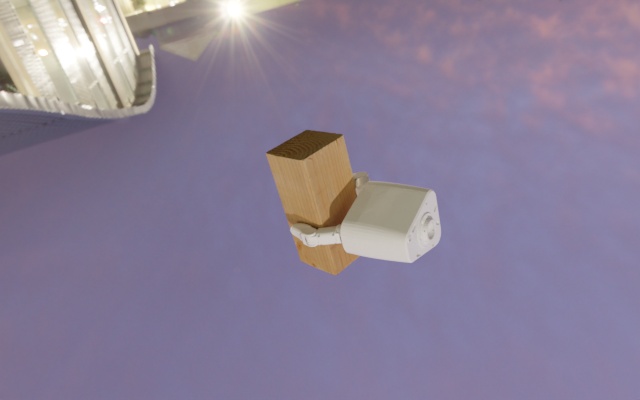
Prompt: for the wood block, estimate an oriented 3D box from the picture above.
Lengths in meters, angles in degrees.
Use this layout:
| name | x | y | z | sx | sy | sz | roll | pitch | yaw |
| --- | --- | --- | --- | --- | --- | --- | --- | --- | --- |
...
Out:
| name | x | y | z | sx | sy | sz | roll | pitch | yaw |
| --- | --- | --- | --- | --- | --- | --- | --- | --- | --- |
| wood block | 0.000 | 0.003 | 0.761 | 0.090 | 0.206 | 0.090 | -34 | 33 | -32 |
